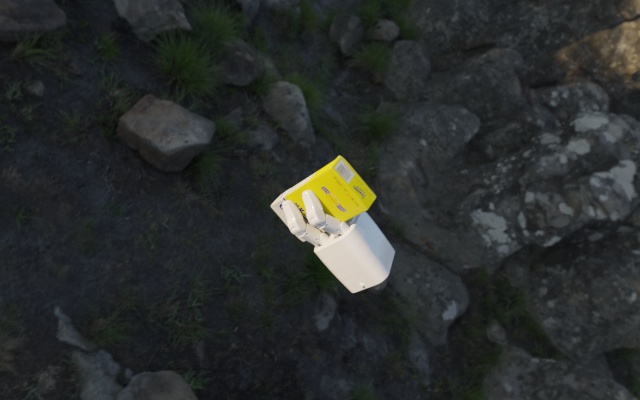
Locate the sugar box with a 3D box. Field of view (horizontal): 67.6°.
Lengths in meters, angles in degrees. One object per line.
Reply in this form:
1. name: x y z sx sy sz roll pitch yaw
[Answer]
1. sugar box: 0.000 0.003 0.813 0.176 0.093 0.048 -32 13 43
